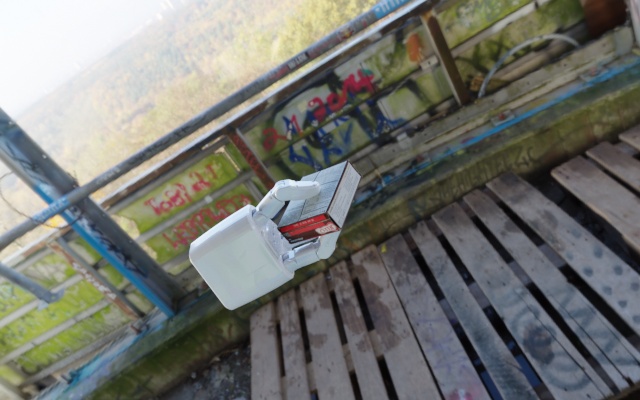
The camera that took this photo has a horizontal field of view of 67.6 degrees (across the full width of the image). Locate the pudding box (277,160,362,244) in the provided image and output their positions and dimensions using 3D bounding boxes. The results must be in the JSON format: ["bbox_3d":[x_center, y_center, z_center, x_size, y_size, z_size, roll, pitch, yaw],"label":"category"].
[{"bbox_3d":[0.000,0.002,0.656,0.090,0.113,0.039,-18,-55,36],"label":"pudding box"}]
